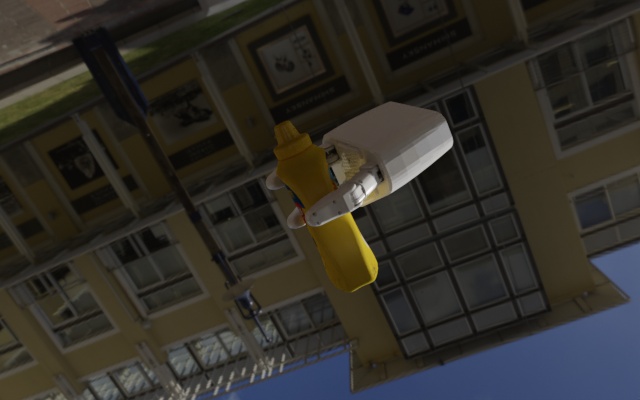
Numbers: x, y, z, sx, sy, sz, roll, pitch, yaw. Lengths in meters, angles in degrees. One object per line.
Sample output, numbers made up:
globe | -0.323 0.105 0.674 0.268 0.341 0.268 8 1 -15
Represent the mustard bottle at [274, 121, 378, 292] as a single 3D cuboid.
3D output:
mustard bottle | 0.000 0.002 0.527 0.058 0.192 0.096 -26 16 0
